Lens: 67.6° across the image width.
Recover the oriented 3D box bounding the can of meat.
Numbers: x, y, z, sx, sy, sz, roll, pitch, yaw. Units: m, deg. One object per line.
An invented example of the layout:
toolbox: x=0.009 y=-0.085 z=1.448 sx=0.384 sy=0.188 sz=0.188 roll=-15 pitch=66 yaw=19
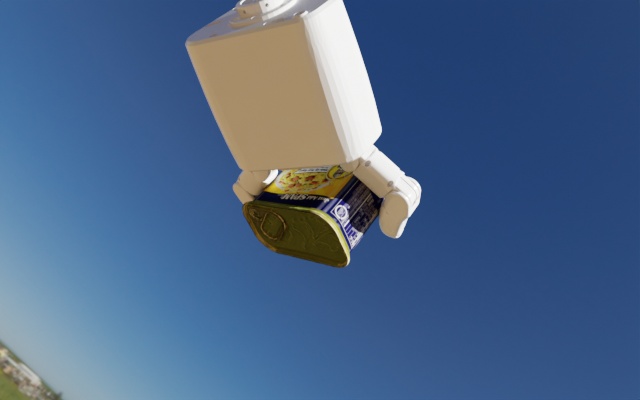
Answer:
can of meat: x=0.000 y=0.001 z=0.401 sx=0.102 sy=0.057 sz=0.084 roll=7 pitch=44 yaw=41
